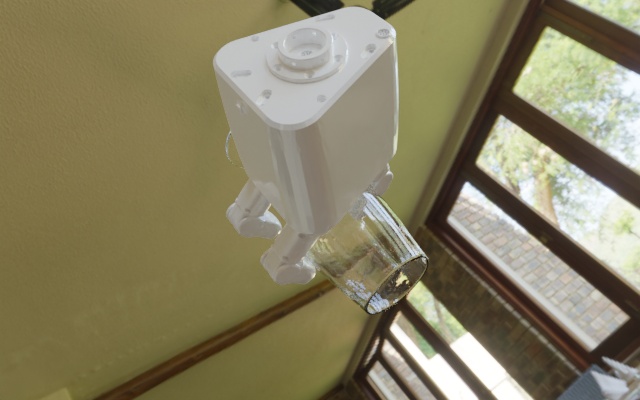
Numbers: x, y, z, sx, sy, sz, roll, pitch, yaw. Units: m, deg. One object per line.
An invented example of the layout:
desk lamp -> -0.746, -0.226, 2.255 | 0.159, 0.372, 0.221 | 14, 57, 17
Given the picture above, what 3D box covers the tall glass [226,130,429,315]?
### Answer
tall glass -> 0.000, 0.001, 0.407 | 0.079, 0.079, 0.201 | 0, 39, -49
